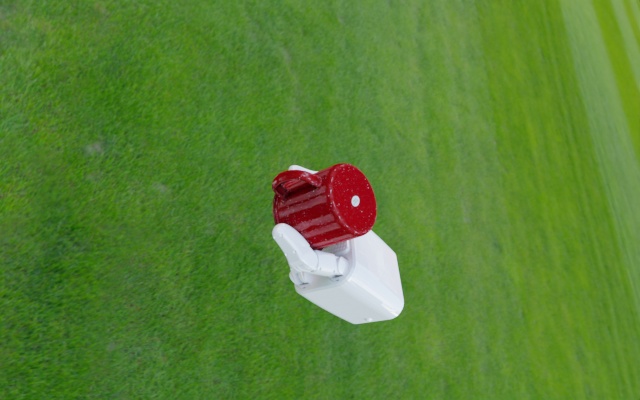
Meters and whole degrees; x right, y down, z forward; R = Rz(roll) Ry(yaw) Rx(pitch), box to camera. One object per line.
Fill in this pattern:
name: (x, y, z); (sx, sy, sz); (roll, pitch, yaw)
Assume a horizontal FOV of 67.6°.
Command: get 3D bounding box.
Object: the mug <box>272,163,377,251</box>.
mug: (-0.001, 0.001, 0.522); (0.081, 0.093, 0.117); (-20, -46, 40)
